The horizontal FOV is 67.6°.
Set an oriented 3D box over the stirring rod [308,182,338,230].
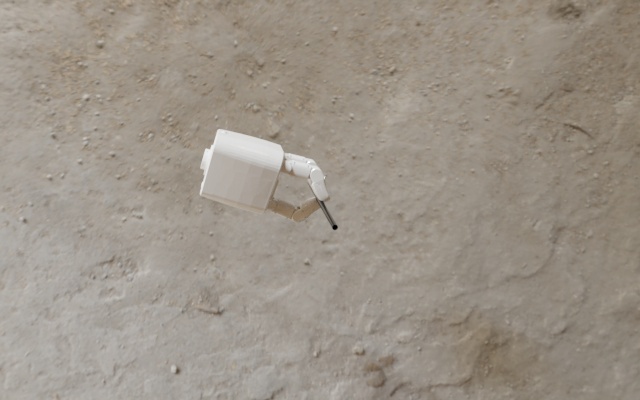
[{"bbox_3d":[0.000,0.002,0.755,0.011,0.011,0.239,0,16,-10],"label":"stirring rod"}]
